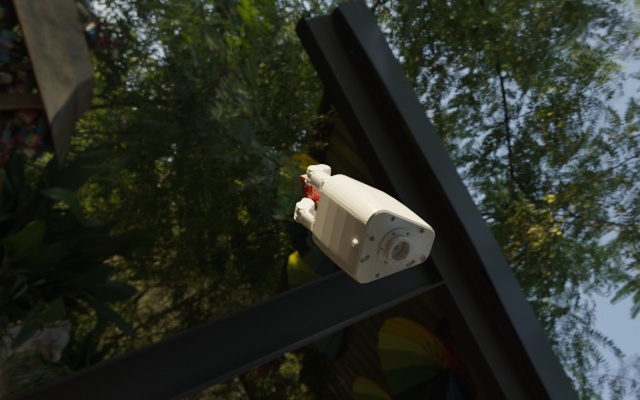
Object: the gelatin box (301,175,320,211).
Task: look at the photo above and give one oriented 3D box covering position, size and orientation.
[{"bbox_3d":[0.000,0.002,0.707,0.030,0.073,0.089,-12,15,-18],"label":"gelatin box"}]
